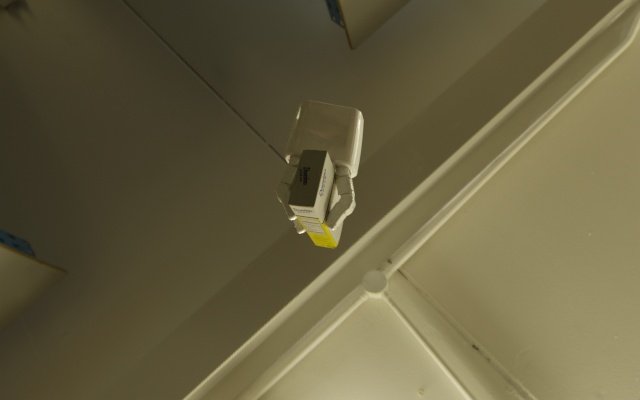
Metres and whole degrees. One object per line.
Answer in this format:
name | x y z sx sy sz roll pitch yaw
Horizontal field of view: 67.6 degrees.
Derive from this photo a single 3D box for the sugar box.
sugar box | 0.000 0.002 0.751 0.048 0.093 0.176 6 -24 18
